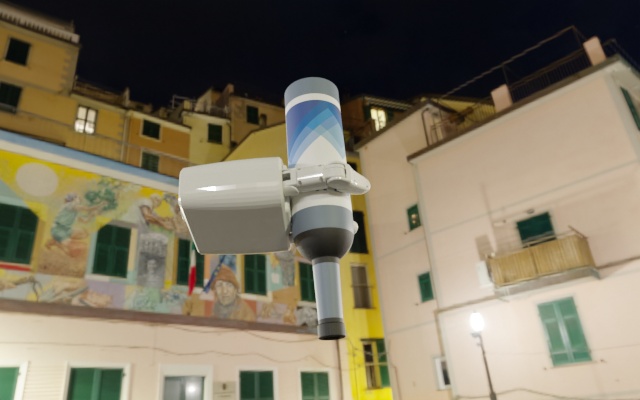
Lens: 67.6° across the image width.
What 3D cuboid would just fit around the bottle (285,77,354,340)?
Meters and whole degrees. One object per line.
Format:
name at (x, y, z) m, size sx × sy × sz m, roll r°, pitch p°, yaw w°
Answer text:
bottle at (0.000, 0.001, 0.528) m, size 0.069 × 0.295 × 0.069 m, roll -4°, pitch -25°, yaw -2°
